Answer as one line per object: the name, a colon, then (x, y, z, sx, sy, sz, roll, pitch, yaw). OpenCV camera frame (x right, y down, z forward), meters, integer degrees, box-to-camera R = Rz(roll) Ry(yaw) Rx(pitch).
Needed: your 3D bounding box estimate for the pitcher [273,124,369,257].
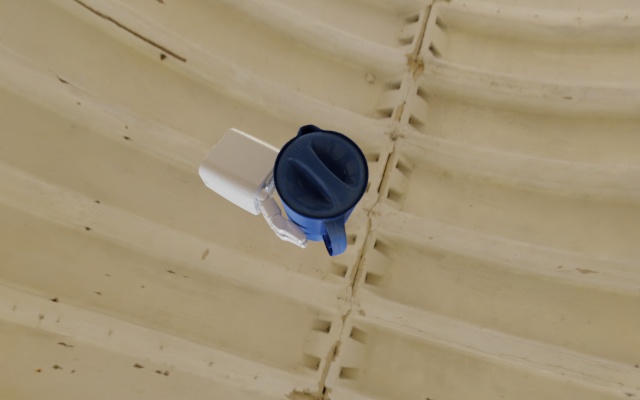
pitcher: (0.000, 0.002, 0.768, 0.145, 0.149, 0.243, 28, -15, 6)
